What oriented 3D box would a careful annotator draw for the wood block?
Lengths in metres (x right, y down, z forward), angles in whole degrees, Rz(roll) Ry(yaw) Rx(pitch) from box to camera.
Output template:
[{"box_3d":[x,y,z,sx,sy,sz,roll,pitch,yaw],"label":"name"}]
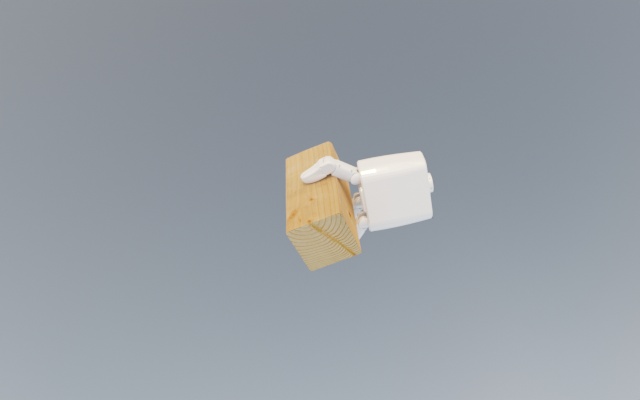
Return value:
[{"box_3d":[0.000,0.002,0.794,0.090,0.091,0.206,-21,35,11],"label":"wood block"}]
